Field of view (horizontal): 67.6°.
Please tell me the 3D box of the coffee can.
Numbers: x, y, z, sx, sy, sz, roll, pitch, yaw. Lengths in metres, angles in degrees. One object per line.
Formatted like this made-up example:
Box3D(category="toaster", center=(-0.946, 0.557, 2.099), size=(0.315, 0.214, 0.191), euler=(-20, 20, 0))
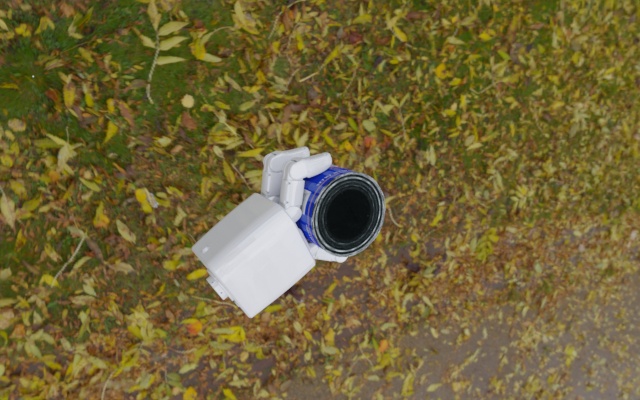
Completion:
Box3D(category="coffee can", center=(0.000, 0.002, 0.613), size=(0.103, 0.103, 0.140), euler=(0, 13, -31))
